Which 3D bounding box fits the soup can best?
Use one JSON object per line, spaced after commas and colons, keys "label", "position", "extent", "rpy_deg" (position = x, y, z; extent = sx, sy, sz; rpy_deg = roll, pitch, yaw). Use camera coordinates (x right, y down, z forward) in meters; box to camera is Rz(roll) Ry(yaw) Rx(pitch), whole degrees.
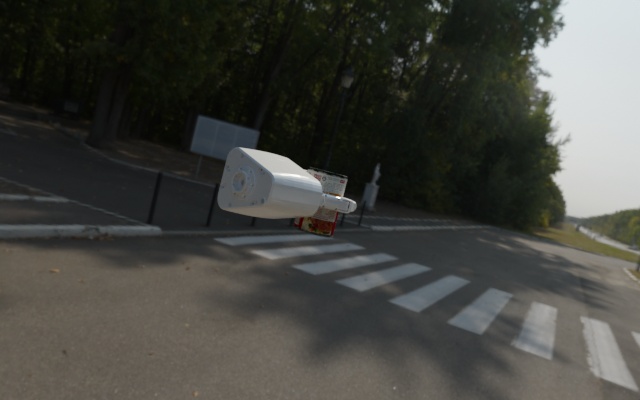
{"label": "soup can", "position": [0.001, 0.002, 0.780], "extent": [0.068, 0.102, 0.068], "rpy_deg": [14, 3, -1]}
